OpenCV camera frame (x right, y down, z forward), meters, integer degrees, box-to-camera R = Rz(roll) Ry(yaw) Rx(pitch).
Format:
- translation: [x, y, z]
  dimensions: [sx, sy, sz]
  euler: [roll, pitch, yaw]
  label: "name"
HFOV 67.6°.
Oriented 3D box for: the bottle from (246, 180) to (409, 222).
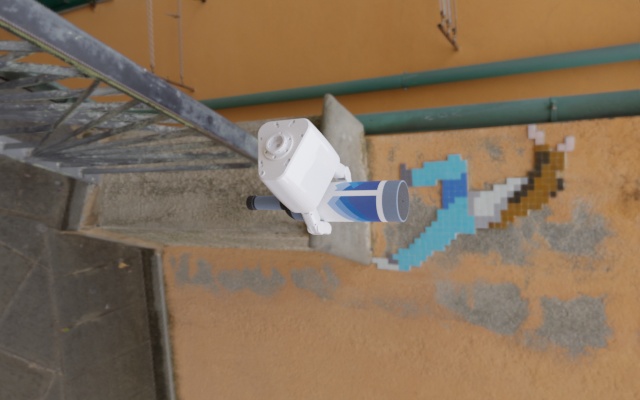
- translation: [0.000, 0.003, 0.821]
  dimensions: [0.296, 0.069, 0.069]
  euler: [-1, 0, 27]
  label: "bottle"
